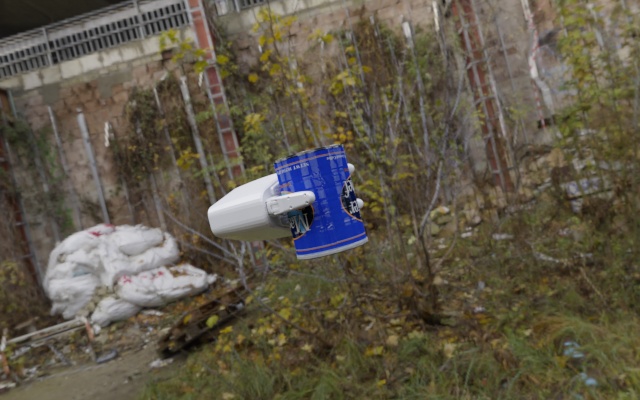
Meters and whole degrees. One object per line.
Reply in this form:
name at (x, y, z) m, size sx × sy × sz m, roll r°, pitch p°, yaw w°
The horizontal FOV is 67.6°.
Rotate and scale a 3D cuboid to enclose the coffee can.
coffee can at (0.000, 0.002, 0.671) m, size 0.103 × 0.140 × 0.103 m, roll -14°, pitch 1°, yaw 0°
